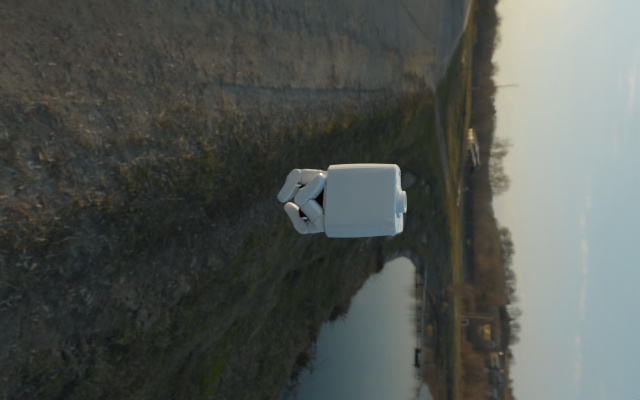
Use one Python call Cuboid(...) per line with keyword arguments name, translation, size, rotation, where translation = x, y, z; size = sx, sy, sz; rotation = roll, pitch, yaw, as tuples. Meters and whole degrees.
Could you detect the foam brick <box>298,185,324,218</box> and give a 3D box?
Cuboid(name="foam brick", translation=(0.000, 0.003, 0.793), size=(0.051, 0.053, 0.078), rotation=(-2, -2, 17))
